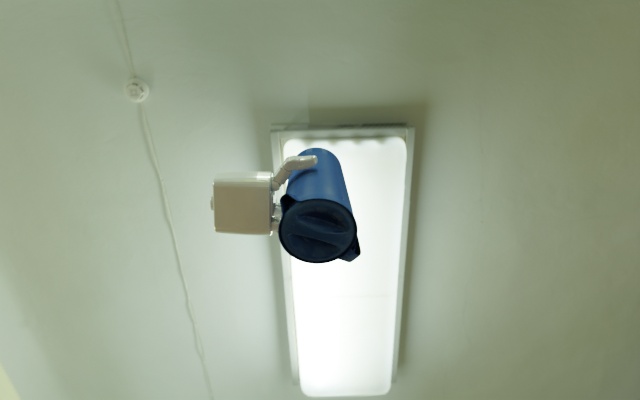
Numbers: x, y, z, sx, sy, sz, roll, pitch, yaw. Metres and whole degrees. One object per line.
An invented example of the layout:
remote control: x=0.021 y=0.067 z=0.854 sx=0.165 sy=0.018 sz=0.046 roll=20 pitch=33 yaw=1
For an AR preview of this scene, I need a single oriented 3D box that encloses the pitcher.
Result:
pitcher: x=0.000 y=0.003 z=0.896 sx=0.145 sy=0.149 sz=0.242 roll=0 pitch=31 yaw=-1
